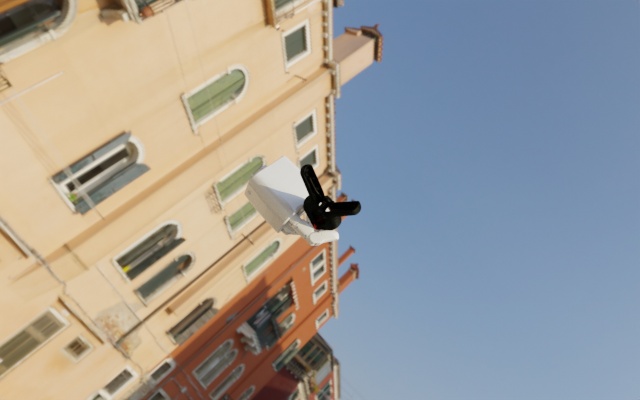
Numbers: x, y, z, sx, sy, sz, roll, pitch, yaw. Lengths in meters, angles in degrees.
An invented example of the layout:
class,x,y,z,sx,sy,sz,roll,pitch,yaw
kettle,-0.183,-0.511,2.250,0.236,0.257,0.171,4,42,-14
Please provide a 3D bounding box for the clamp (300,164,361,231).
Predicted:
class,x,y,z,sx,sy,sz,roll,pitch,yaw
clamp,0.001,0.003,0.846,0.039,0.120,0.171,-41,-4,-26
